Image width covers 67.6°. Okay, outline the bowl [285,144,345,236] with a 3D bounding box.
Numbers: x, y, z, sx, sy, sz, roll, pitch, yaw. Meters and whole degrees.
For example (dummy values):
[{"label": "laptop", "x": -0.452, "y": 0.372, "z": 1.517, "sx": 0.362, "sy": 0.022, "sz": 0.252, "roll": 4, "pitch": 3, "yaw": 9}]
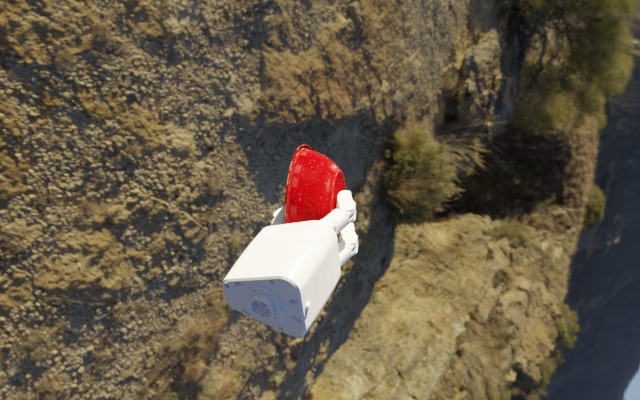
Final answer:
[{"label": "bowl", "x": 0.001, "y": 0.001, "z": 0.676, "sx": 0.055, "sy": 0.162, "sz": 0.162, "roll": 2, "pitch": 0, "yaw": 14}]
